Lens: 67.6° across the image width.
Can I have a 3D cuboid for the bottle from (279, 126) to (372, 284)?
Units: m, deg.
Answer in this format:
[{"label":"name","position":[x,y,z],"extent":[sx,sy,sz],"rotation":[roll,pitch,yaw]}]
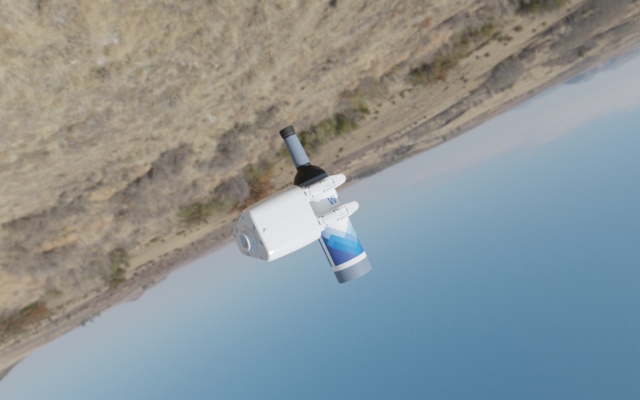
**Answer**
[{"label":"bottle","position":[0.000,0.003,0.865],"extent":[0.069,0.295,0.069],"rotation":[-25,0,0]}]
